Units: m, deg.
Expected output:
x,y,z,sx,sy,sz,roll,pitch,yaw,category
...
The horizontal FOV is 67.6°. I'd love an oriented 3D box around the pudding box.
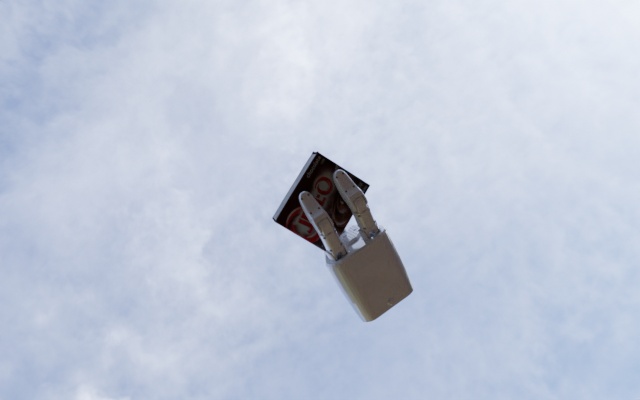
x,y,z,sx,sy,sz,roll,pitch,yaw,category
0.000,0.002,0.660,0.090,0.113,0.039,31,-3,-17,pudding box
